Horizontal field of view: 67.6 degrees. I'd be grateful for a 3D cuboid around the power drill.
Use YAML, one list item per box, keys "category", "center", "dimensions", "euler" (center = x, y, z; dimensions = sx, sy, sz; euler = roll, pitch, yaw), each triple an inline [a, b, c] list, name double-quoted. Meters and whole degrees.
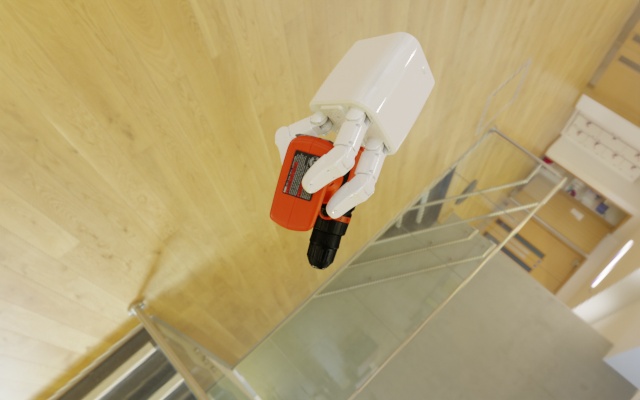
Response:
- category: "power drill"
  center: [0.000, 0.002, 0.602]
  dimensions: [0.057, 0.184, 0.187]
  euler: [15, 0, 16]
